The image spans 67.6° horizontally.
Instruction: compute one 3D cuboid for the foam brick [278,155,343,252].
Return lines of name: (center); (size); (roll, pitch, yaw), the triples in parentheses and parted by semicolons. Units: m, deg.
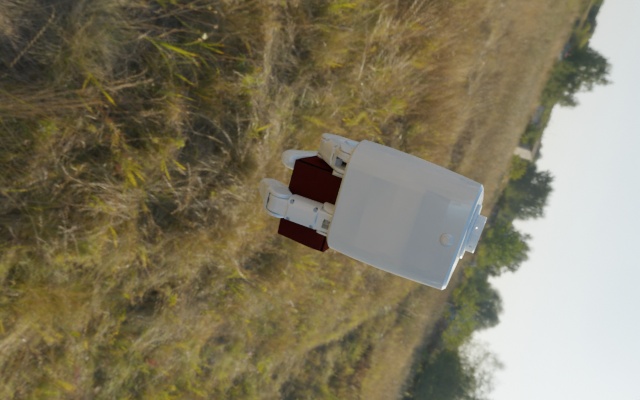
foam brick: (0.000, 0.002, 0.458); (0.051, 0.078, 0.053); (22, 18, 20)
